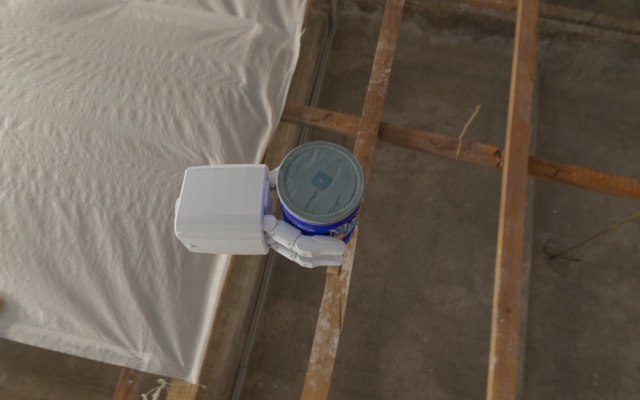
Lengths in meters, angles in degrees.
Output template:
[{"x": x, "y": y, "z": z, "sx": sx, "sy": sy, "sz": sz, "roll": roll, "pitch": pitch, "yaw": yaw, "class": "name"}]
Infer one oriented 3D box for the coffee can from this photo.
[{"x": 0.000, "y": 0.002, "z": 0.611, "sx": 0.103, "sy": 0.102, "sz": 0.140, "roll": 0, "pitch": -21, "yaw": -1, "class": "coffee can"}]
